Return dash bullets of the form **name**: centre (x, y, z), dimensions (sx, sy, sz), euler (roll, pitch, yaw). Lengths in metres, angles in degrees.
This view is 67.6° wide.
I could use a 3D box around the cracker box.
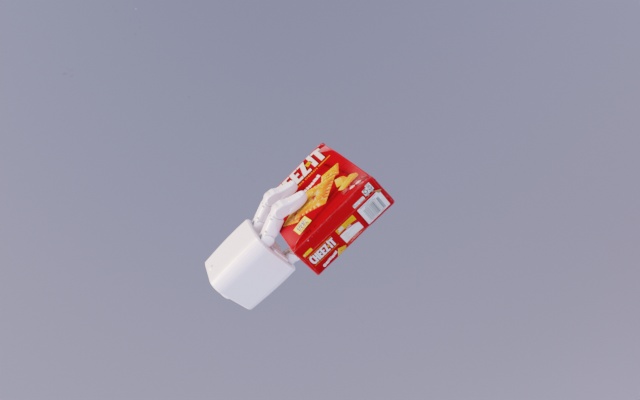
- **cracker box**: centre (0.000, 0.003, 0.795), dimensions (0.072, 0.164, 0.213), euler (46, 0, -29)
